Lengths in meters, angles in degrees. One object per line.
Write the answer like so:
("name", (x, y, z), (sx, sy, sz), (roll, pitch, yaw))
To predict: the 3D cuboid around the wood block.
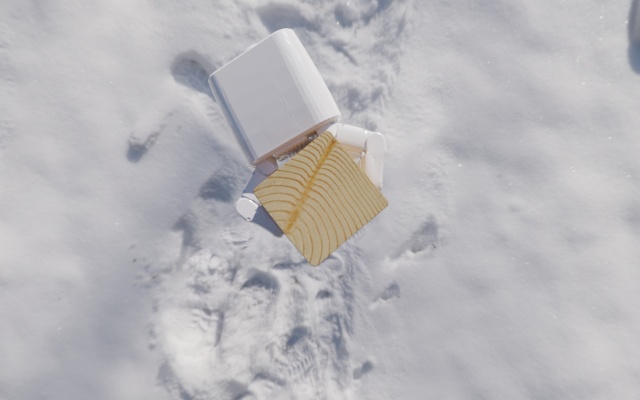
("wood block", (0.000, 0.002, 0.524), (0.091, 0.090, 0.206), (-39, -2, -1))
